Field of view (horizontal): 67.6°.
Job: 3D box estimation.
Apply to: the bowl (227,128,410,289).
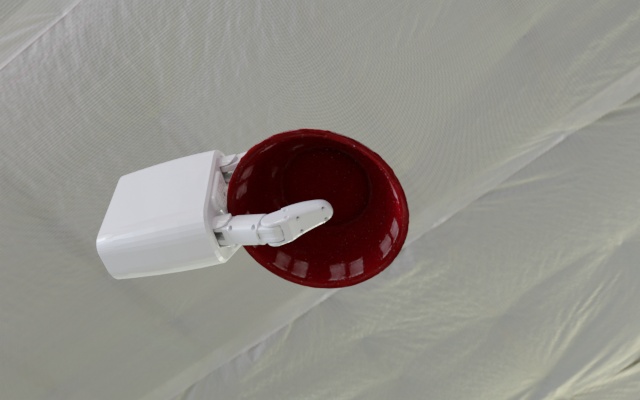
[{"bbox_3d":[0.001,0.001,0.438,0.162,0.162,0.055,0,29,12],"label":"bowl"}]
